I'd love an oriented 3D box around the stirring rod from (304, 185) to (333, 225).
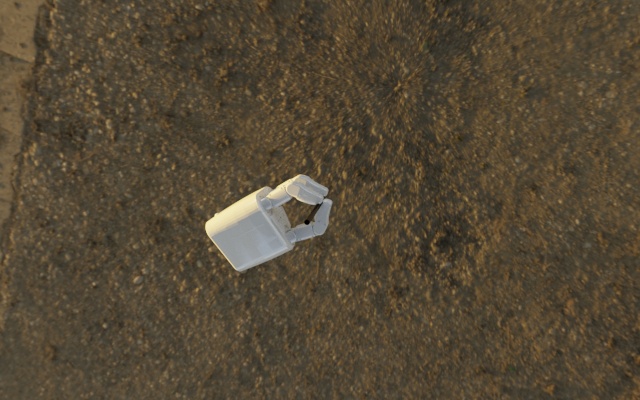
[{"bbox_3d":[0.000,0.003,0.770,0.011,0.011,0.239,0,13,9],"label":"stirring rod"}]
